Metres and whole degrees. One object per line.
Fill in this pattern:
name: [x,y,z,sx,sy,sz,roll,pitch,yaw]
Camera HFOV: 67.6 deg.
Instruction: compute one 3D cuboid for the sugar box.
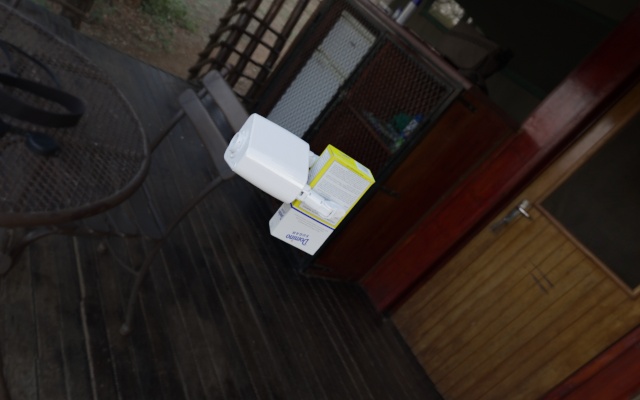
sugar box: [0.000,0.002,0.804,0.093,0.176,0.048,30,23,-26]
